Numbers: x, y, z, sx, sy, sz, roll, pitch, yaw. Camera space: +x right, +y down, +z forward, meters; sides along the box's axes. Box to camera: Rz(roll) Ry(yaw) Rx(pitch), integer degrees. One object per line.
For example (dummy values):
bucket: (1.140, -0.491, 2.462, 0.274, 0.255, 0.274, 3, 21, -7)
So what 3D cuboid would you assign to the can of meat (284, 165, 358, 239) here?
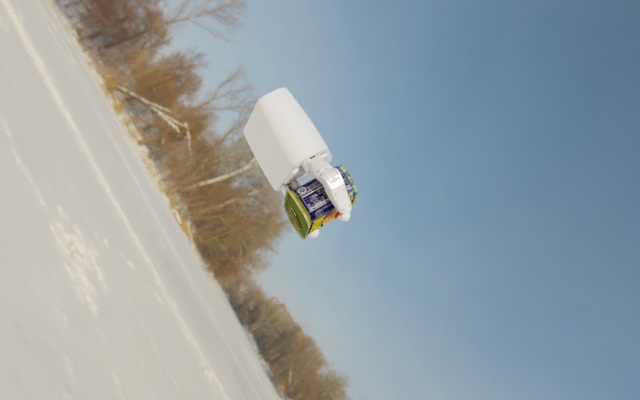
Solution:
can of meat: (0.000, 0.002, 0.665, 0.084, 0.057, 0.102, -30, -12, -15)
